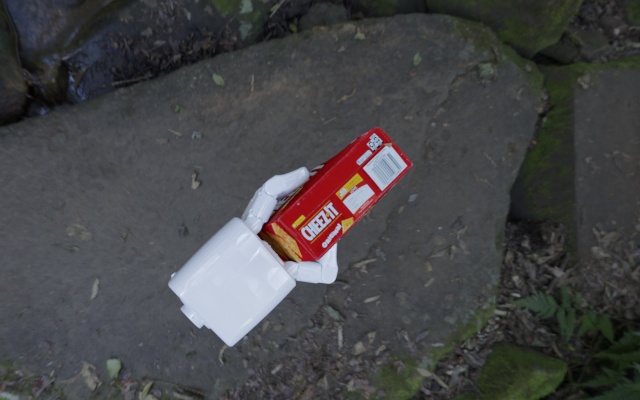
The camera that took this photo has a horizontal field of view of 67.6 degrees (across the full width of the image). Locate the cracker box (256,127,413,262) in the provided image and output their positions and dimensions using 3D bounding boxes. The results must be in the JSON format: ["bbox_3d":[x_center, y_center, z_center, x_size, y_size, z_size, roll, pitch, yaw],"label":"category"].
[{"bbox_3d":[0.000,0.002,0.619,0.164,0.072,0.214,-44,6,-17],"label":"cracker box"}]
